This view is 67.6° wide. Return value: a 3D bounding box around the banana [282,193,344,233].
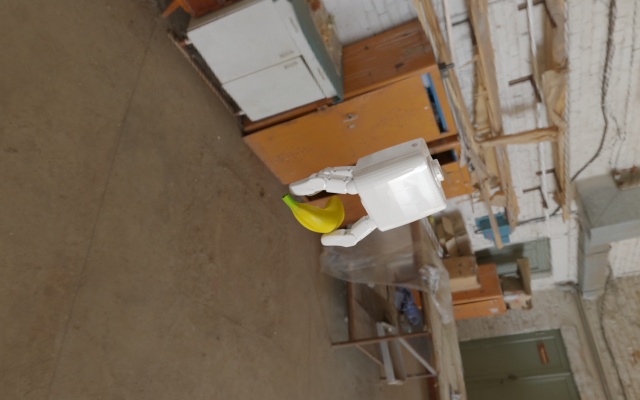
[{"bbox_3d":[0.006,0.019,0.777,0.037,0.069,0.198,-26,-11,19],"label":"banana"}]
